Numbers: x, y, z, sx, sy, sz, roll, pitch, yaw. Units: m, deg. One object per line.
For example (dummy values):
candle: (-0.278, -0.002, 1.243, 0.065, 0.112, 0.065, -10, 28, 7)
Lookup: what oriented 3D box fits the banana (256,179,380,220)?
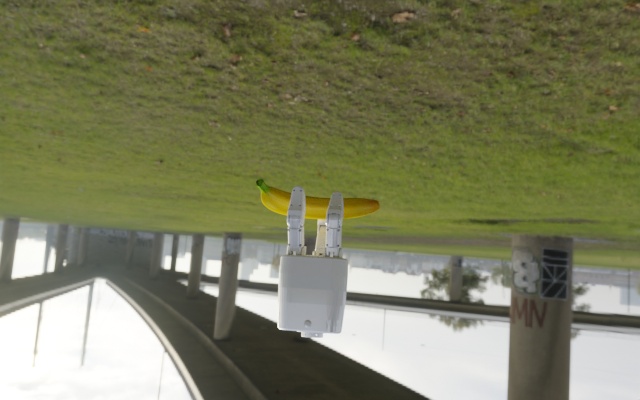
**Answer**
banana: (-0.009, 0.007, 0.747, 0.198, 0.037, 0.070, 8, -18, -15)
